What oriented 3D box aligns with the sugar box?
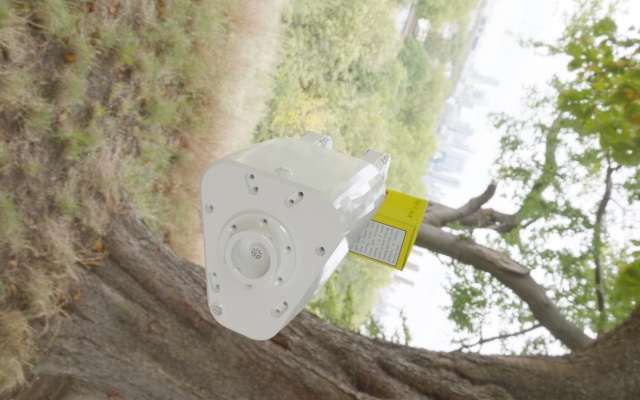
[{"bbox_3d":[0.000,0.001,0.421,0.176,0.048,0.093,20,18,12],"label":"sugar box"}]
